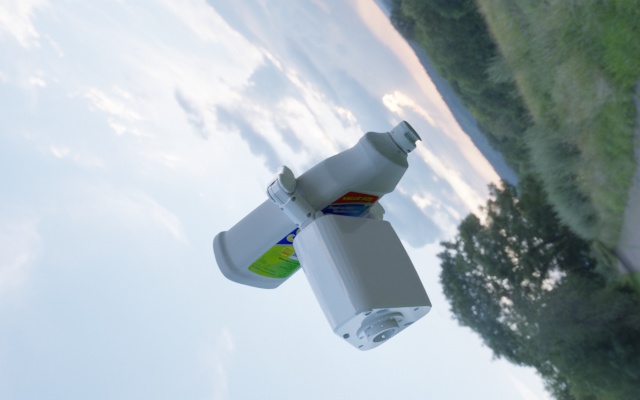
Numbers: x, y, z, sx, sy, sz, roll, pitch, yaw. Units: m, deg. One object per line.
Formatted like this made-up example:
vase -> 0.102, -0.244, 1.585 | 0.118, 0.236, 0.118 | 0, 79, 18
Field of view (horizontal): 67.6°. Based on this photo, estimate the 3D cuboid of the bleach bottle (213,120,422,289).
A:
bleach bottle -> 0.000, 0.002, 0.526 | 0.251, 0.068, 0.102 | -40, -38, 20
